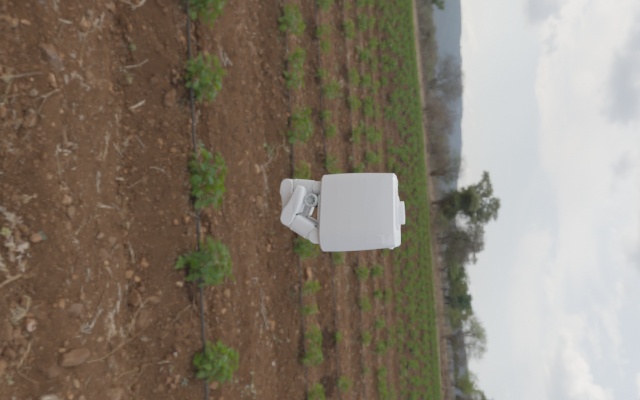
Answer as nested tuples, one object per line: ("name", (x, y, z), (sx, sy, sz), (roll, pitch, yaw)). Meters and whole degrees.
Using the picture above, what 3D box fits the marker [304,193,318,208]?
("marker", (0.000, 0.002, 0.728), (0.020, 0.020, 0.121), (0, -3, 14))
